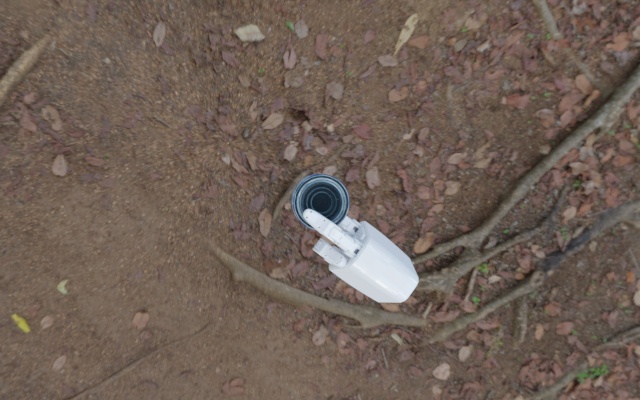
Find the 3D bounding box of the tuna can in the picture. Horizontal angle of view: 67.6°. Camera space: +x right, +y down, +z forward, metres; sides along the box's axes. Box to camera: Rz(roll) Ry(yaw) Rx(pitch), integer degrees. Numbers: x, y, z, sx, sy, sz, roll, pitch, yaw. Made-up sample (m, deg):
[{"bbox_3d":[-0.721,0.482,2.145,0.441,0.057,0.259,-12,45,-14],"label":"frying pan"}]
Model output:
[{"bbox_3d":[0.000,0.002,0.717,0.086,0.086,0.034,0,4,-6],"label":"tuna can"}]
